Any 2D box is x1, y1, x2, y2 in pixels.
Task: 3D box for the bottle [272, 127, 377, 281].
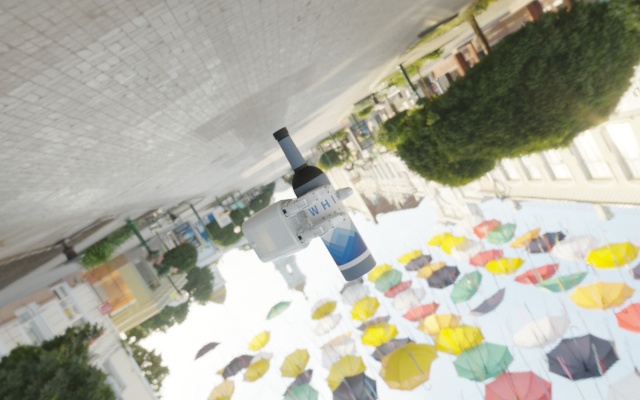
[{"bbox_3d":[0.000,0.003,0.856,0.069,0.296,0.069,-30,5,3],"label":"bottle"}]
